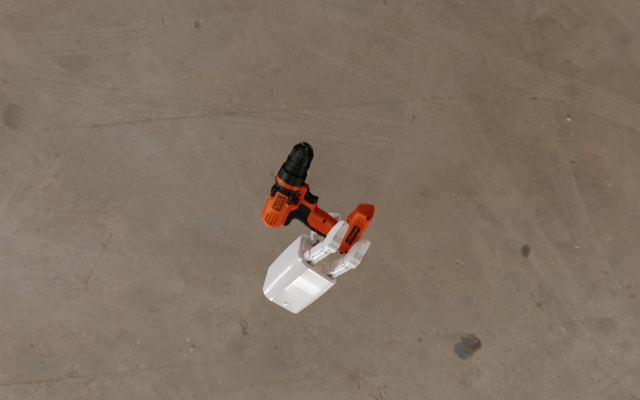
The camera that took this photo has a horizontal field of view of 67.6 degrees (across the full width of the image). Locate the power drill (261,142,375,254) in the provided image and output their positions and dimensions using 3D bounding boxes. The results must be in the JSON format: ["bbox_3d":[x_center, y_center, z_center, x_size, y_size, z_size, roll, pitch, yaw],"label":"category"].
[{"bbox_3d":[0.000,0.003,0.870,0.187,0.184,0.057,28,33,-1],"label":"power drill"}]
